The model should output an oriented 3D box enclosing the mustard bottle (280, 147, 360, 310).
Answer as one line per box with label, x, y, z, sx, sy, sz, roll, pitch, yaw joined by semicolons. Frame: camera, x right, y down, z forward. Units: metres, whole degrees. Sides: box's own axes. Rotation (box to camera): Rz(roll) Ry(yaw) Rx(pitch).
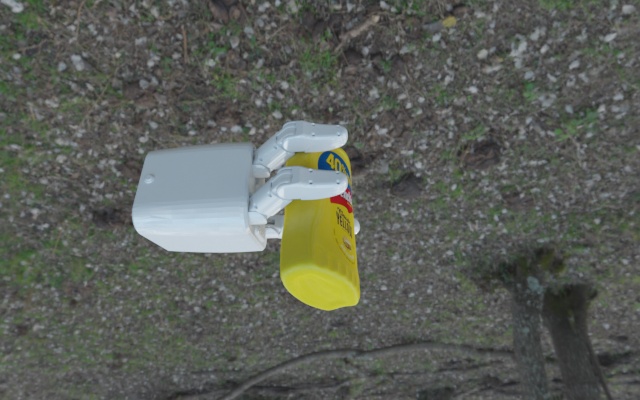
mustard bottle;0.000;0.002;0.466;0.058;0.191;0.096;-18;-38;23
